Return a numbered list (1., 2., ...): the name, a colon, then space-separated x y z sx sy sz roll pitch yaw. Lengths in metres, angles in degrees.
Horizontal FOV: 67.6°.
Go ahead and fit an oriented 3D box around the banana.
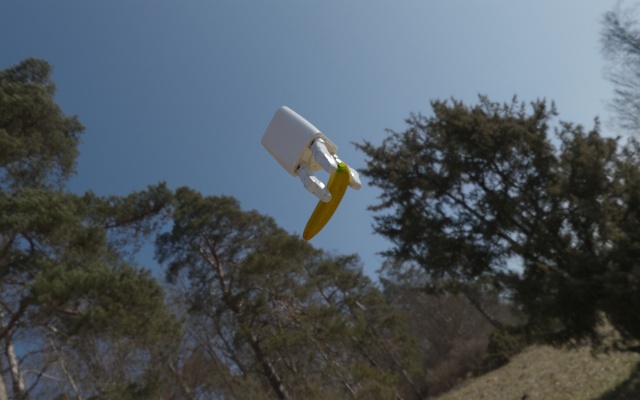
1. banana: 0.014 -0.005 0.903 0.069 0.198 0.037 -23 57 -41
